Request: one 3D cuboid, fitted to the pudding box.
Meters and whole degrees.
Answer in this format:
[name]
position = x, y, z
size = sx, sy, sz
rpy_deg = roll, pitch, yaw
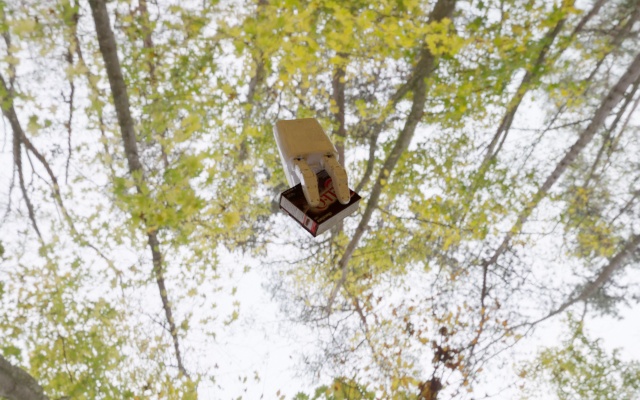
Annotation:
[pudding box]
position = 0.000, 0.003, 0.808
size = 0.090, 0.039, 0.113
rpy_deg = 38, 50, 25
